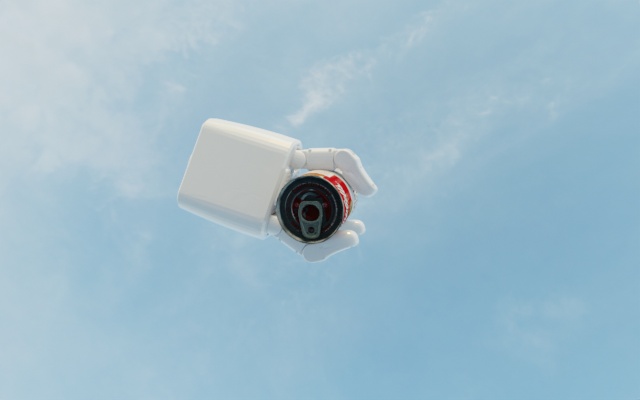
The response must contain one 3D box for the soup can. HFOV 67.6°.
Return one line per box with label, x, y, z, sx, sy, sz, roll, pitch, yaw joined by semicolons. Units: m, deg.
soup can;0.001;0.002;0.507;0.068;0.068;0.102;0;9;13
